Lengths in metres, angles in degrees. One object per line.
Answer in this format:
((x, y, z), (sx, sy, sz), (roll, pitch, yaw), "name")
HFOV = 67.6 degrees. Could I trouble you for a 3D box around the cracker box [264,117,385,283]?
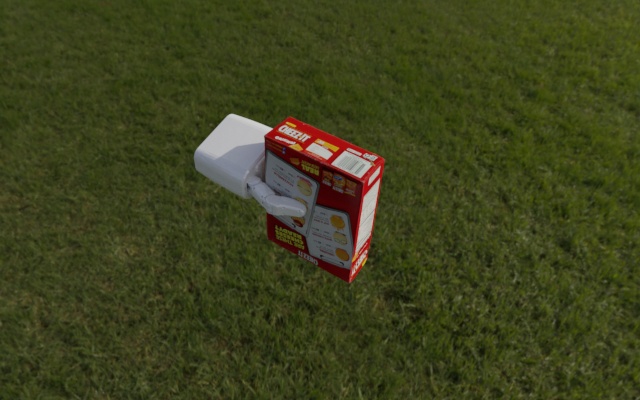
((0.000, 0.002, 0.718), (0.164, 0.214, 0.072), (26, 48, 22), "cracker box")
